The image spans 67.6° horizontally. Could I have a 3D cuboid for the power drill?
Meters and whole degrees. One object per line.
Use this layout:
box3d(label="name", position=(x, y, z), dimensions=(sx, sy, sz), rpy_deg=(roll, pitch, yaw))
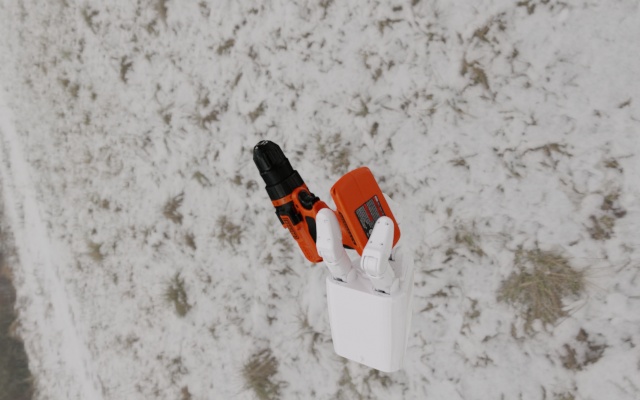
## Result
box3d(label="power drill", position=(0.000, 0.002, 0.584), dimensions=(0.057, 0.184, 0.187), rpy_deg=(-38, 19, -24))
